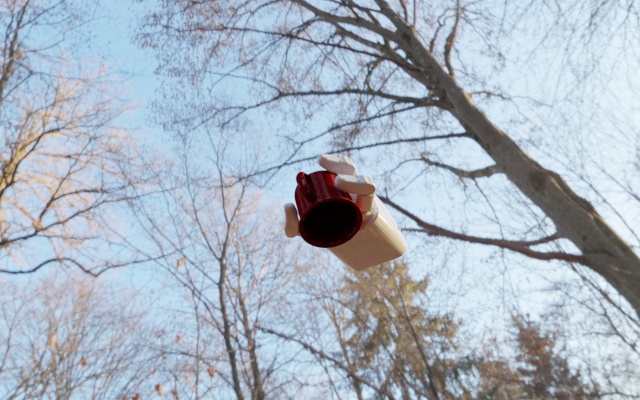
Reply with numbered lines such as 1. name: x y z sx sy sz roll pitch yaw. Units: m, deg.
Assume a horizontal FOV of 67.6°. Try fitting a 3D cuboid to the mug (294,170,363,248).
1. mug: -0.001 0.001 0.695 0.093 0.081 0.117 -35 -52 13
